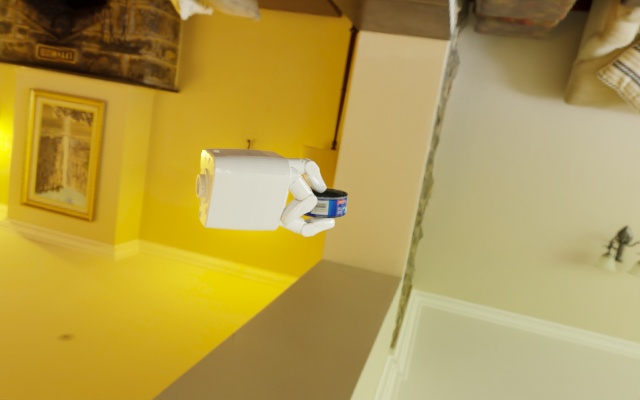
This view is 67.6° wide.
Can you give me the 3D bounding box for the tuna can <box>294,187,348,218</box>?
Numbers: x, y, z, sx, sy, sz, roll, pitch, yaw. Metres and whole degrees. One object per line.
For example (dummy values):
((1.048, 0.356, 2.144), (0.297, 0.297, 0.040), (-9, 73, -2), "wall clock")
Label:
((0.000, 0.003, 0.760), (0.086, 0.034, 0.086), (4, 11, -1), "tuna can")
